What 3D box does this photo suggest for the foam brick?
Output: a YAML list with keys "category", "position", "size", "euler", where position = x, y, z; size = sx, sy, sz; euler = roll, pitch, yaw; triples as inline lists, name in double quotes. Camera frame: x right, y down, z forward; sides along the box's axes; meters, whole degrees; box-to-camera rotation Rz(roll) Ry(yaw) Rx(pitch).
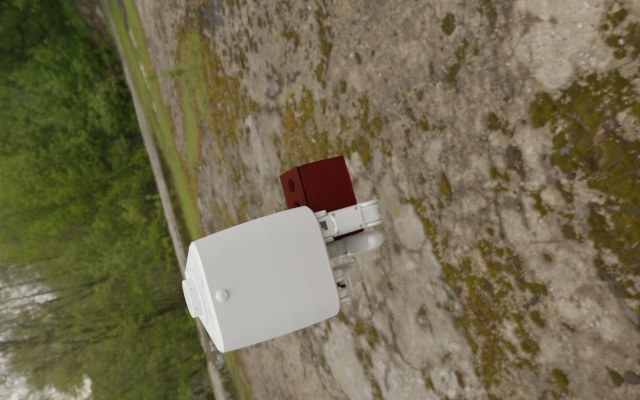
- category: "foam brick"
  position: [0.000, 0.001, 0.463]
  size: [0.051, 0.078, 0.053]
  euler: [-15, -1, -23]
